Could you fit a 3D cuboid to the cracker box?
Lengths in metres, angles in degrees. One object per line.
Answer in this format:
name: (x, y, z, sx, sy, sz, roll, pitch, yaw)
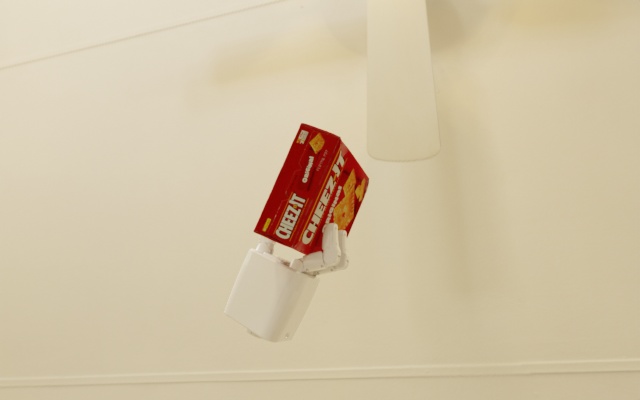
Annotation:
cracker box: (0.000, 0.002, 0.726, 0.072, 0.164, 0.214, 21, -6, 20)
